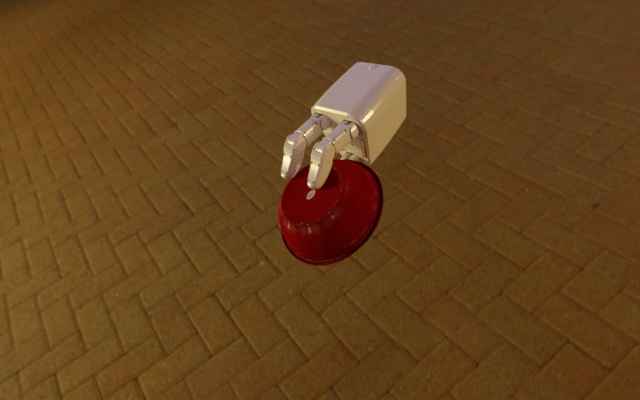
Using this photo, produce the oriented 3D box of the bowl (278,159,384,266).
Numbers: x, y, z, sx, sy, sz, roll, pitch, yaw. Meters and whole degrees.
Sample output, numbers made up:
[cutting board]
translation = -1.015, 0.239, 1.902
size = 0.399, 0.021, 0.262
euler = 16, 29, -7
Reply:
[bowl]
translation = -0.001, 0.003, 0.637
size = 0.162, 0.162, 0.055
euler = 0, -26, 34
